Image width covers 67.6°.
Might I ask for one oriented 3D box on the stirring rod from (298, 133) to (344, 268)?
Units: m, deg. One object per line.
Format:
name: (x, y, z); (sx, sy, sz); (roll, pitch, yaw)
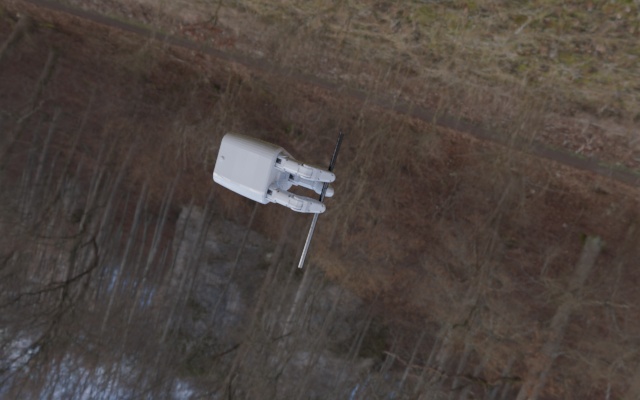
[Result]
stirring rod: (0.000, 0.003, 0.804); (0.011, 0.239, 0.011); (17, 11, -3)
